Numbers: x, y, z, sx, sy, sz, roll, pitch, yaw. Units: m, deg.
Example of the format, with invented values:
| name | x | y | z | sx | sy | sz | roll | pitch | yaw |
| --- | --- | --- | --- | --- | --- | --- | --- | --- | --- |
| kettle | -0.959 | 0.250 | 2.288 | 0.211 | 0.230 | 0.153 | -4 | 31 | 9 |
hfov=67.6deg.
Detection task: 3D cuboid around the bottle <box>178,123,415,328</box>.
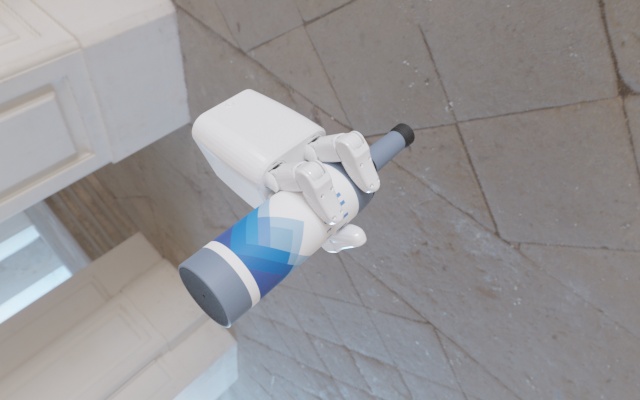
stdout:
| name | x | y | z | sx | sy | sz | roll | pitch | yaw |
| --- | --- | --- | --- | --- | --- | --- | --- | --- | --- |
| bottle | 0.000 | 0.002 | 0.473 | 0.295 | 0.069 | 0.069 | -39 | 23 | -32 |
